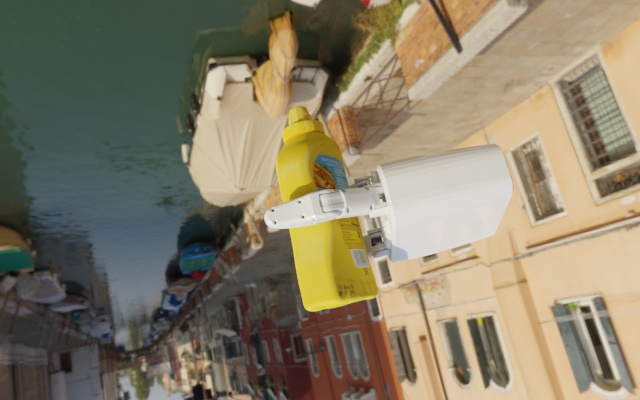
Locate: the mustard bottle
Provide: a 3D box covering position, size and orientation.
[{"bbox_3d":[0.000,0.002,0.444,0.058,0.191,0.096,-19,-15,25],"label":"mustard bottle"}]
